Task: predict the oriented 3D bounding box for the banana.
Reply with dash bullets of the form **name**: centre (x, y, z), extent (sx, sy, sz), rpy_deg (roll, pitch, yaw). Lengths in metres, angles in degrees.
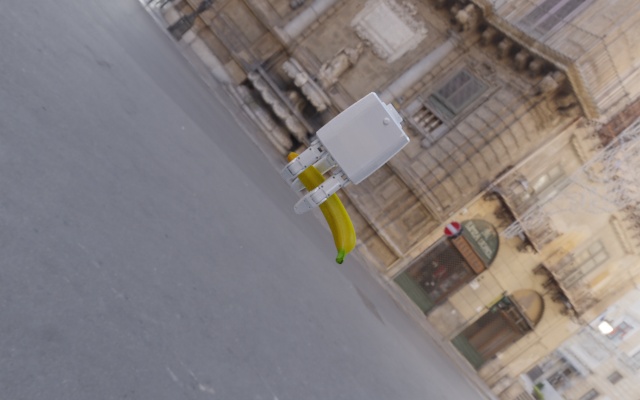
- **banana**: centre (0.009, 0.007, 0.770), extent (0.037, 0.197, 0.069), rpy_deg (-33, -17, 19)
